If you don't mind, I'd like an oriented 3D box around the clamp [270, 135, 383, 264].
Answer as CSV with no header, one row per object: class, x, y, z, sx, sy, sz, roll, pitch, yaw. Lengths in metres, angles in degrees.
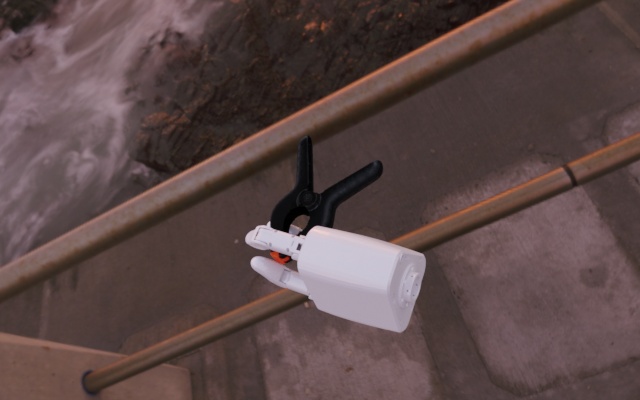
clamp,0.000,0.002,0.582,0.120,0.171,0.039,12,-20,29
